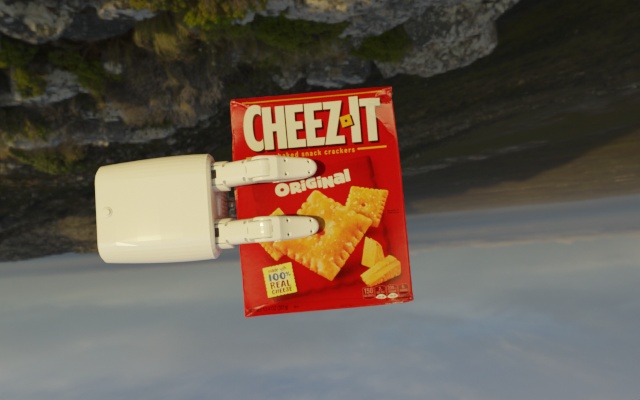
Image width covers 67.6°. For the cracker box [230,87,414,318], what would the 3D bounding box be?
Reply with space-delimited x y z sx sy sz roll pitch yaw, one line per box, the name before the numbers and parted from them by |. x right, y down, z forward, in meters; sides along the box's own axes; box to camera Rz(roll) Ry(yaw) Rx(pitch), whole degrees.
cracker box | 0.000 0.002 0.484 0.164 0.213 0.072 -5 -5 0
